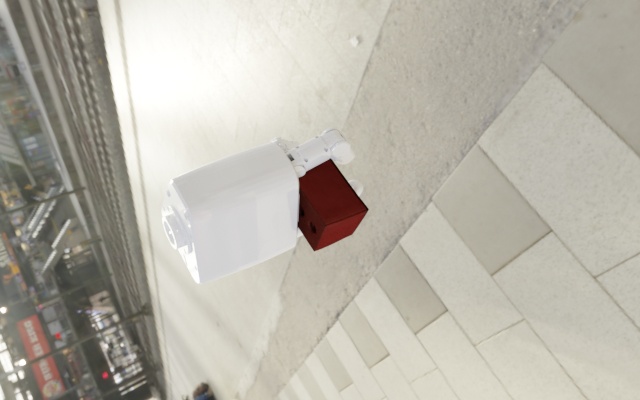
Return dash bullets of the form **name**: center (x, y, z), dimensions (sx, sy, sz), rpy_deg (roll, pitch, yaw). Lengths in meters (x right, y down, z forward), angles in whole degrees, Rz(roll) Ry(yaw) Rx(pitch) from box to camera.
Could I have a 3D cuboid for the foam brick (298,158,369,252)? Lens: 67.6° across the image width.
- **foam brick**: center (0.000, 0.002, 0.481), dimensions (0.051, 0.078, 0.053), rpy_deg (-22, -26, -29)
